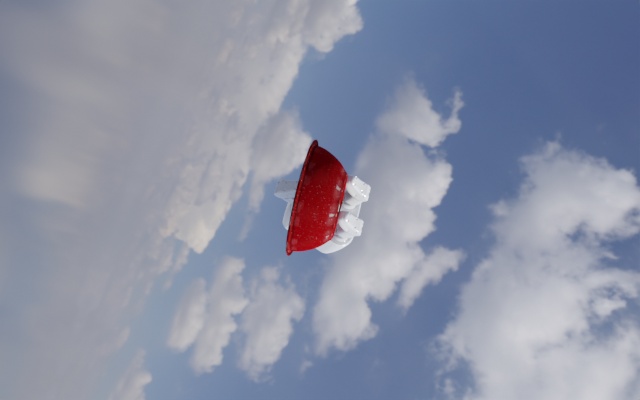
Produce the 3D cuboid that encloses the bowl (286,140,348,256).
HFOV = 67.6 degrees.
[{"bbox_3d":[0.000,0.002,0.645,0.055,0.162,0.162,14,1,5],"label":"bowl"}]
